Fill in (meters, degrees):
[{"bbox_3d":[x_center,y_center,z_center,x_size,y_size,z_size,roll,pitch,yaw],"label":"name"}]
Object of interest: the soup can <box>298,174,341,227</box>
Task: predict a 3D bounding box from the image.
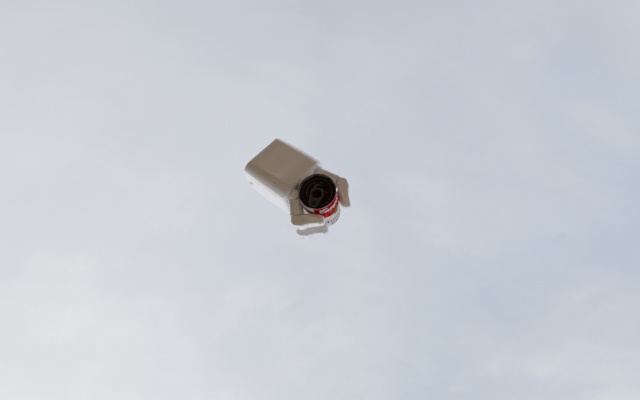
[{"bbox_3d":[0.001,0.003,0.879,0.068,0.068,0.102,0,-23,8],"label":"soup can"}]
